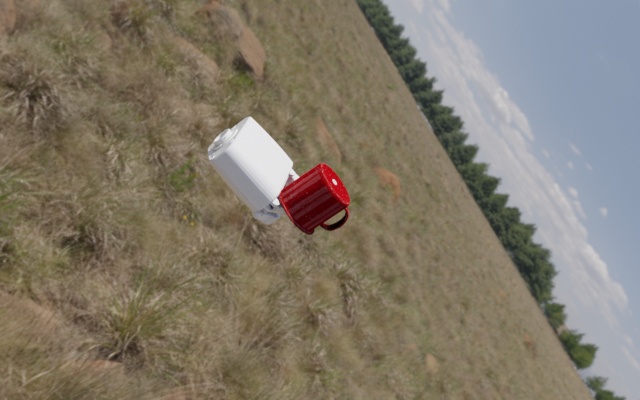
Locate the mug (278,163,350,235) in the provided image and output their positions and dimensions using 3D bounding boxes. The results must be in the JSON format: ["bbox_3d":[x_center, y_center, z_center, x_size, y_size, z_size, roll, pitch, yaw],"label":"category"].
[{"bbox_3d":[0.001,0.003,0.763,0.081,0.117,0.093,-34,26,17],"label":"mug"}]
